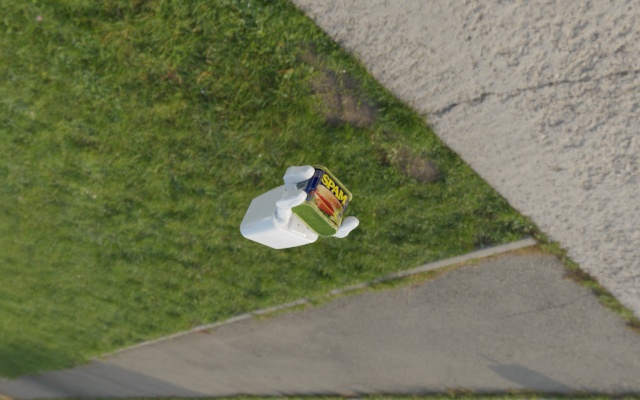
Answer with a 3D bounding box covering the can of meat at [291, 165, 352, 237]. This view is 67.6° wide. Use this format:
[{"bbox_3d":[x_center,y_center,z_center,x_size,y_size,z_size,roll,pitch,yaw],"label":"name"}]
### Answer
[{"bbox_3d":[0.000,0.003,0.837,0.057,0.084,0.102,-15,-48,41],"label":"can of meat"}]
